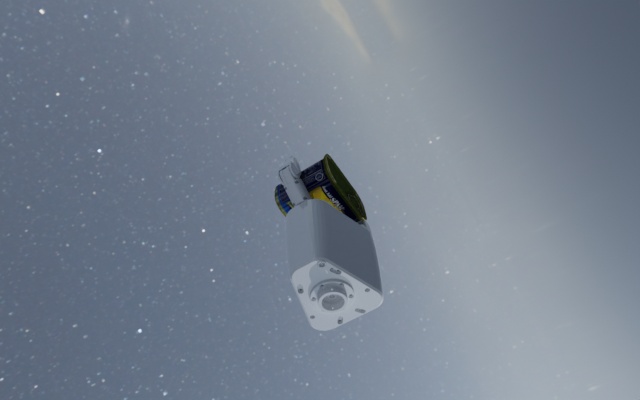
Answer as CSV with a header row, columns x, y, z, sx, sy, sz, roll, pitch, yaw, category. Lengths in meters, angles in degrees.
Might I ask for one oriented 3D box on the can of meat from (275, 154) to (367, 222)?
x,y,z,sx,sy,sz,roll,pitch,yaw,category
0.000,0.002,0.634,0.084,0.102,0.057,-29,35,15,can of meat
